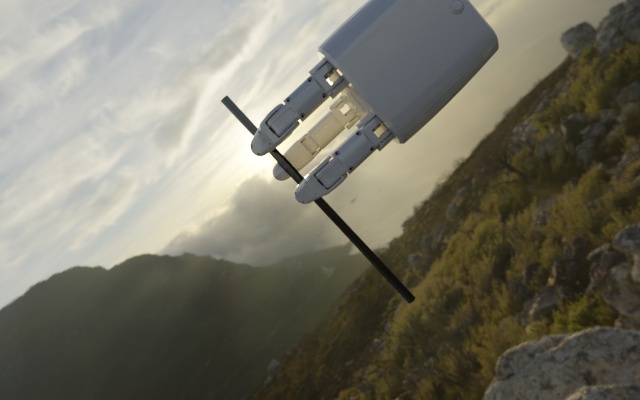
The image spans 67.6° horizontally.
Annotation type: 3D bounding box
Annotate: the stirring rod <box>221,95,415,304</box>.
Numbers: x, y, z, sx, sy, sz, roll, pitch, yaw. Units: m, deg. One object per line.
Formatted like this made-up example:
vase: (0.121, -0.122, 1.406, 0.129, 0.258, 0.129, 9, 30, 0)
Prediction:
stirring rod: (0.000, 0.001, 0.415, 0.011, 0.239, 0.011, -43, 5, 5)
